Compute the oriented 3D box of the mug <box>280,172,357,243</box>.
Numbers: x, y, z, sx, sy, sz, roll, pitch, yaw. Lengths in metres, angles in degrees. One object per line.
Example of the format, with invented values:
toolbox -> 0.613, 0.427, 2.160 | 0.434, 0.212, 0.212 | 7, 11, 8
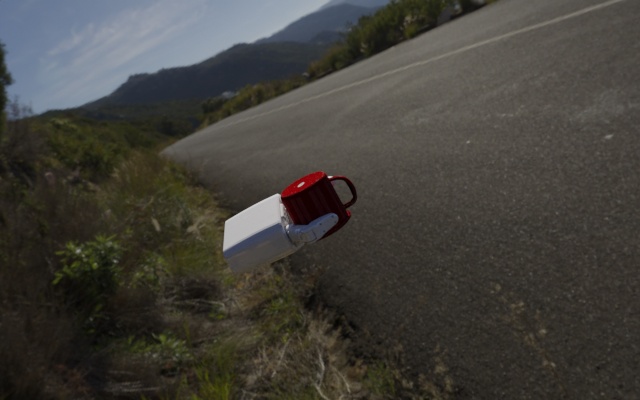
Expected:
mug -> 0.001, 0.002, 0.750 | 0.117, 0.081, 0.093 | -26, 16, 8
